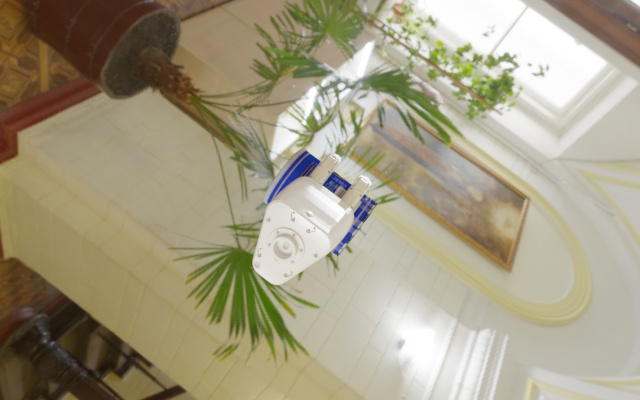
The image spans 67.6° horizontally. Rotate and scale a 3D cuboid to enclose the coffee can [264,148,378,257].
[{"bbox_3d":[0.000,0.002,0.722,0.140,0.103,0.103,37,3,4],"label":"coffee can"}]
